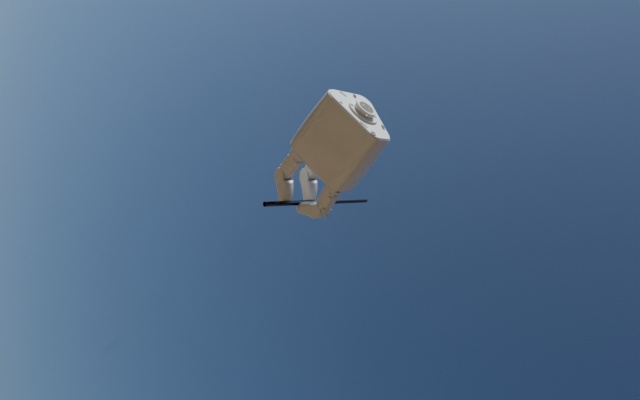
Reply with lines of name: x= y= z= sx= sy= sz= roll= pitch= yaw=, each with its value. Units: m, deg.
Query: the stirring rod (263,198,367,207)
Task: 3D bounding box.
stirring rod: x=0.000 y=0.003 z=0.800 sx=0.011 sy=0.011 sz=0.239 roll=0 pitch=1 yaw=44
